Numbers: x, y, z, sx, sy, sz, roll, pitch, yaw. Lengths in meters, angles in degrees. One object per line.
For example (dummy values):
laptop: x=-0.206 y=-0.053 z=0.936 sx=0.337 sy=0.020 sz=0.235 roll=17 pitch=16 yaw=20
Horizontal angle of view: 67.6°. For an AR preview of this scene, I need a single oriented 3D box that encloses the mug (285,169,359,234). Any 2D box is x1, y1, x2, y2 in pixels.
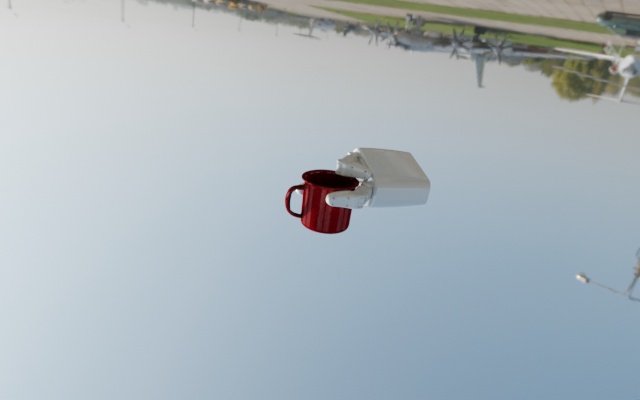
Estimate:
mug: x=-0.001 y=0.003 z=0.768 sx=0.117 sy=0.081 sz=0.093 roll=-1 pitch=22 yaw=-20
